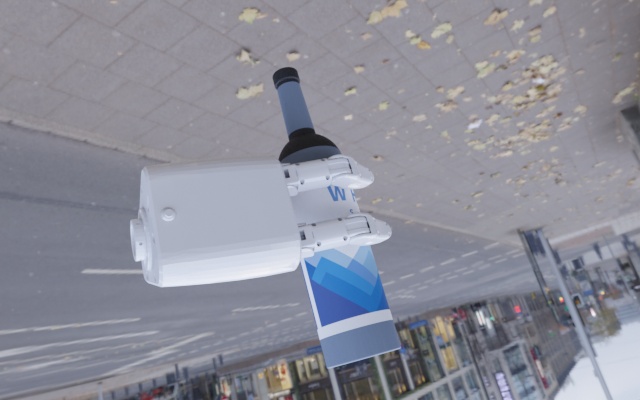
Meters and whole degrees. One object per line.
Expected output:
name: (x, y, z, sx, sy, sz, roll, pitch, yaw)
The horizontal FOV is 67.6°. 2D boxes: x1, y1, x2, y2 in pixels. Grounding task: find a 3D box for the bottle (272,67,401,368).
bottle: (0.000, 0.002, 0.457, 0.069, 0.295, 0.069, -14, -18, -5)
